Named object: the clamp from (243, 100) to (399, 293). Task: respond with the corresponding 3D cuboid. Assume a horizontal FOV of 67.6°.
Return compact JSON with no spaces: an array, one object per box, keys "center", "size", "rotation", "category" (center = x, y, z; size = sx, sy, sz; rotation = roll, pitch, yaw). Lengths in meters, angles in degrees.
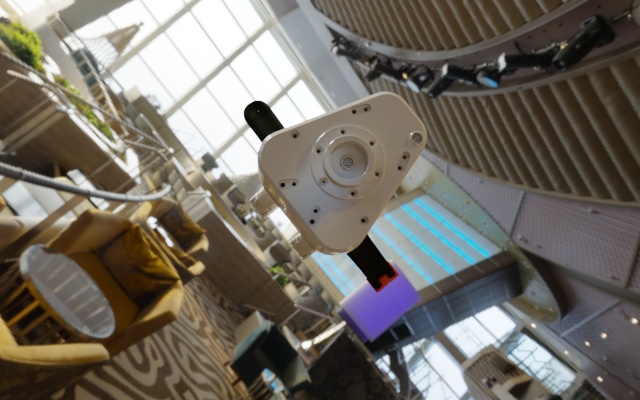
[{"center":[0.001,0.001,0.490],"size":[0.036,0.210,0.164],"rotation":[-39,-2,-4],"category":"clamp"}]
